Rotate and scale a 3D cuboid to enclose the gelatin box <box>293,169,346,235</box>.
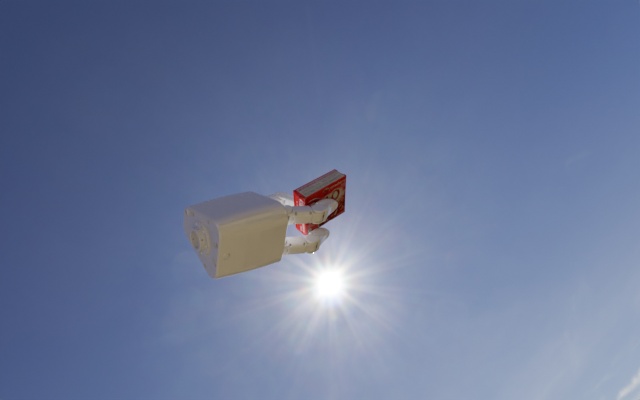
[{"bbox_3d":[0.000,0.002,0.742,0.089,0.073,0.030,-30,46,-33],"label":"gelatin box"}]
